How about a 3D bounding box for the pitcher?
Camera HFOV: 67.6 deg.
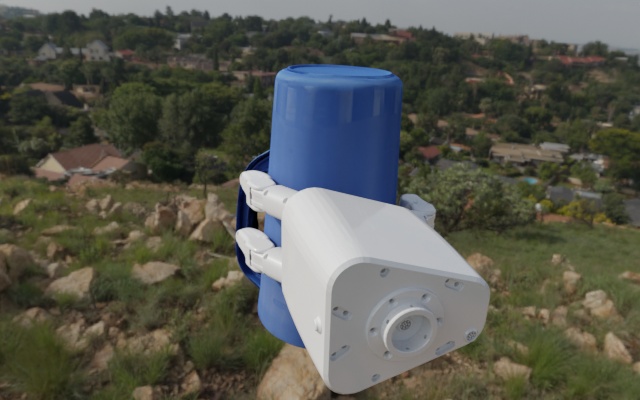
[{"bbox_3d":[0.000,0.002,0.447,0.149,0.243,0.145,-2,21,-14],"label":"pitcher"}]
